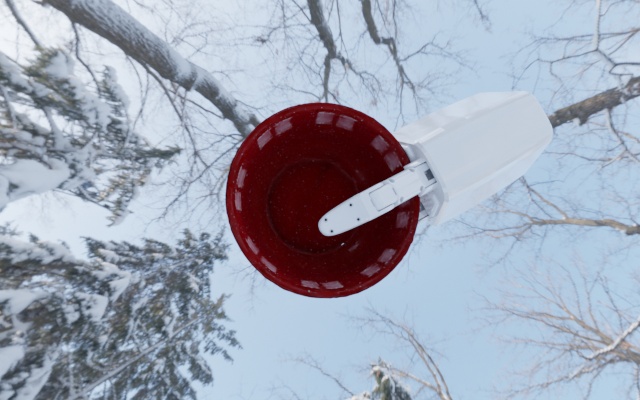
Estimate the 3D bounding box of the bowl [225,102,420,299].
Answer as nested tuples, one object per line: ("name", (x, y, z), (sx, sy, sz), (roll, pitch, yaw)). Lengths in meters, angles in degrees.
("bowl", (-0.001, 0.002, 0.412), (0.162, 0.162, 0.055), (0, -8, -12))
